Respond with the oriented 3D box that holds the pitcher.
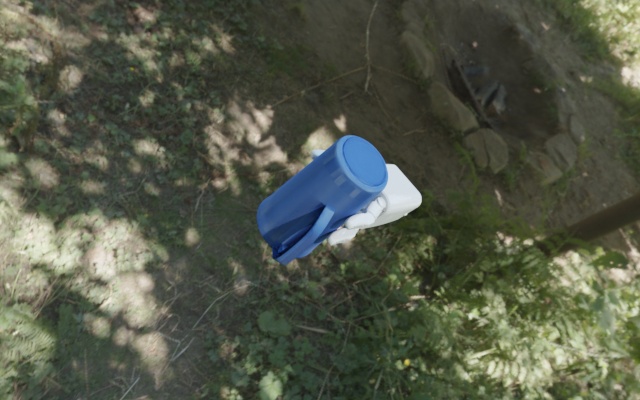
[{"bbox_3d":[0.000,0.003,0.828,0.145,0.149,0.243,-7,-24,-43],"label":"pitcher"}]
